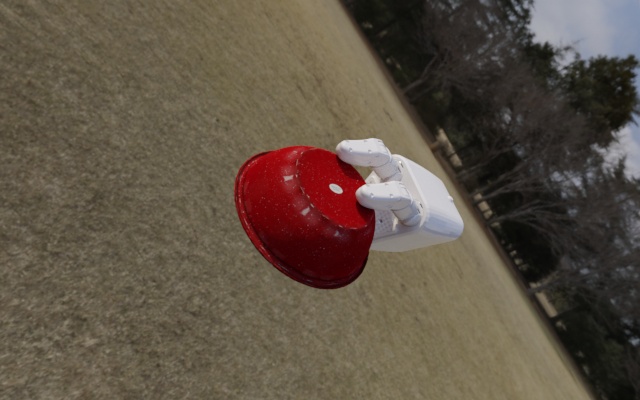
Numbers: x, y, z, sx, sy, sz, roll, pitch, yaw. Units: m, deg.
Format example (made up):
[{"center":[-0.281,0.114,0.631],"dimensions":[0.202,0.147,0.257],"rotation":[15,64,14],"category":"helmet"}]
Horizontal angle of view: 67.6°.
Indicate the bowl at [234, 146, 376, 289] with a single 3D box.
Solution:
[{"center":[-0.001,0.001,0.463],"dimensions":[0.162,0.162,0.055],"rotation":[0,-33,-43],"category":"bowl"}]
